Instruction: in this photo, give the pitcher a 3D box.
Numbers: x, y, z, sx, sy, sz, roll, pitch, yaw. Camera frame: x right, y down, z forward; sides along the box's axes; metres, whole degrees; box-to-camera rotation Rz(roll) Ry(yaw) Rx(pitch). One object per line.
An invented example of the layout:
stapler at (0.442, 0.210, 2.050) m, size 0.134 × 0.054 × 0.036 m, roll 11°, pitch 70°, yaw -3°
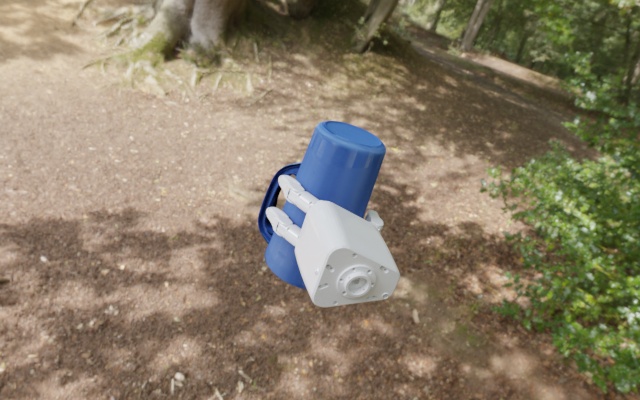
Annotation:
pitcher at (0.000, 0.003, 0.737) m, size 0.149 × 0.243 × 0.145 m, roll 12°, pitch 25°, yaw -18°
